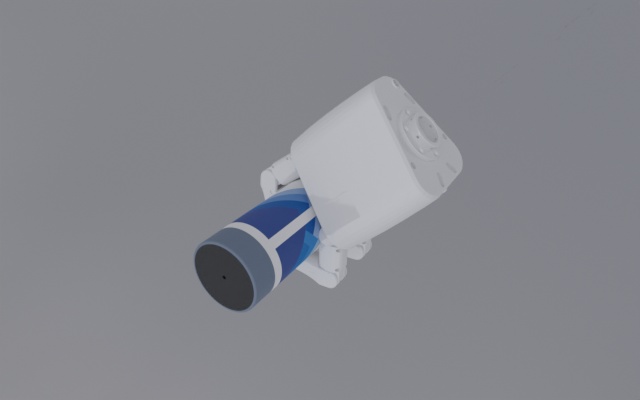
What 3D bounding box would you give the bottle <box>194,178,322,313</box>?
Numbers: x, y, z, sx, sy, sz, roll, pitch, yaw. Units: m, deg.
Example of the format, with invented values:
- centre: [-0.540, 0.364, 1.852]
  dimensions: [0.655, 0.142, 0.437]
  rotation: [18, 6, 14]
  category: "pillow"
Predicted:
- centre: [0.000, 0.002, 0.490]
  dimensions: [0.069, 0.069, 0.295]
  rotation: [0, 24, 35]
  category: "bottle"
